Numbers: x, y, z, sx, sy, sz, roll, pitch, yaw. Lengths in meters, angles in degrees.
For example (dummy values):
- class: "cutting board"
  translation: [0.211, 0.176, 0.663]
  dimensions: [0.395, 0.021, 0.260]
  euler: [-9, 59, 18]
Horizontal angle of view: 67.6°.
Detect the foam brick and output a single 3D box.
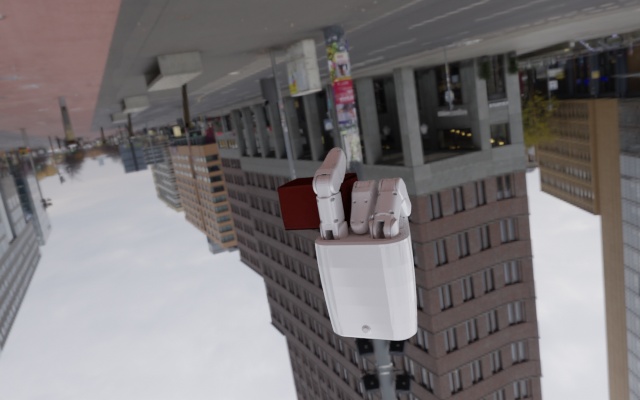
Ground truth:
- class: "foam brick"
  translation: [0.000, 0.002, 0.532]
  dimensions: [0.078, 0.051, 0.053]
  euler: [-4, 13, 27]
